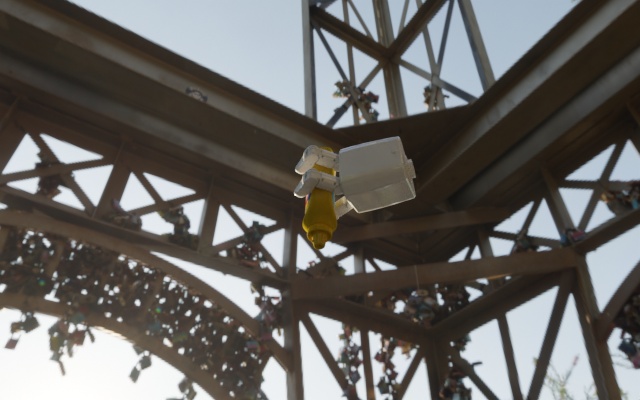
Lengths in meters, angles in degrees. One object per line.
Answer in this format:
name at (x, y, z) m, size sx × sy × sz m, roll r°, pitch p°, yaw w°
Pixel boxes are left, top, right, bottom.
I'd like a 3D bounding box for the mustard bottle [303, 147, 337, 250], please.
mustard bottle at (0.000, 0.003, 0.830) m, size 0.058 × 0.191 × 0.096 m, roll 3°, pitch -41°, yaw -3°
